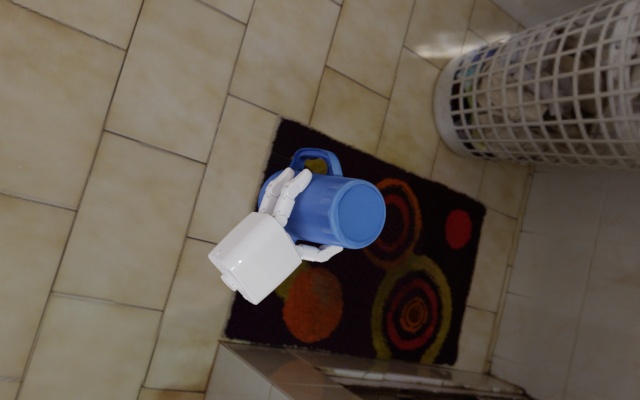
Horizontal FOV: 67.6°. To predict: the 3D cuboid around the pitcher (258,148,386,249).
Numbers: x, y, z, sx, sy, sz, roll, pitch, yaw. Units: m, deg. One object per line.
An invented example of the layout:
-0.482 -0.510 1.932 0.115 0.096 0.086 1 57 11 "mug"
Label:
0.000 0.003 0.828 0.145 0.149 0.243 -41 23 -22 "pitcher"
